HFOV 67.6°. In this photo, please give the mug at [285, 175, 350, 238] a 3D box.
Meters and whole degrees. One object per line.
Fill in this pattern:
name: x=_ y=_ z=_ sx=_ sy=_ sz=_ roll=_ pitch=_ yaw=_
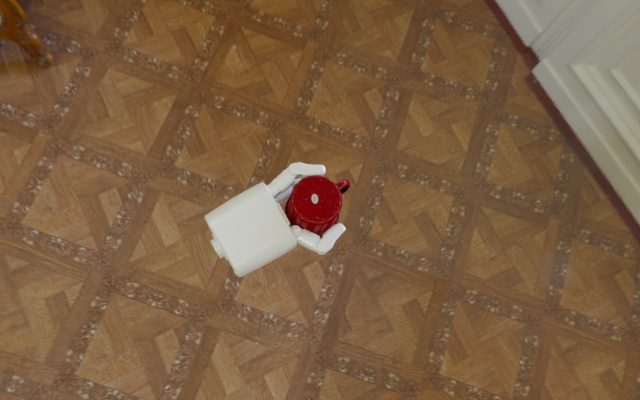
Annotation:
mug: x=0.001 y=0.002 z=0.774 sx=0.117 sy=0.093 sz=0.081 roll=-31 pitch=-10 yaw=-14
